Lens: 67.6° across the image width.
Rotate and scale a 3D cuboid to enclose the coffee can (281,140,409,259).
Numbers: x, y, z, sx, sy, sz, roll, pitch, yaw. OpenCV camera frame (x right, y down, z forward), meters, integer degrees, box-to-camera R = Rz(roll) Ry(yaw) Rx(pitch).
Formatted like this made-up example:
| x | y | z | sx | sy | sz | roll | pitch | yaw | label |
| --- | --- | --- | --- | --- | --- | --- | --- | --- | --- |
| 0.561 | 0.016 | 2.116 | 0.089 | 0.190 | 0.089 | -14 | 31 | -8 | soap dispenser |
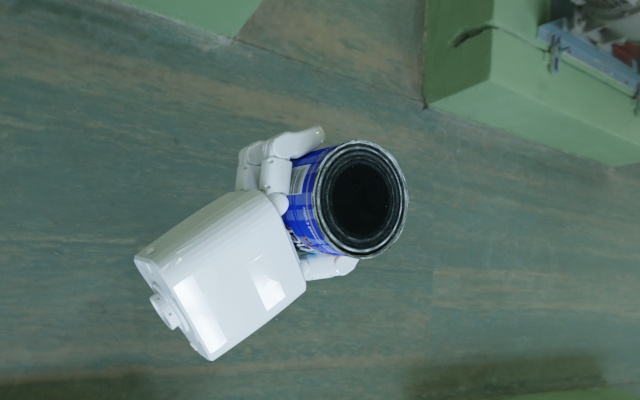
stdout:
| x | y | z | sx | sy | sz | roll | pitch | yaw | label |
| --- | --- | --- | --- | --- | --- | --- | --- | --- | --- |
| 0.000 | 0.001 | 0.465 | 0.103 | 0.103 | 0.140 | 0 | -2 | -32 | coffee can |
